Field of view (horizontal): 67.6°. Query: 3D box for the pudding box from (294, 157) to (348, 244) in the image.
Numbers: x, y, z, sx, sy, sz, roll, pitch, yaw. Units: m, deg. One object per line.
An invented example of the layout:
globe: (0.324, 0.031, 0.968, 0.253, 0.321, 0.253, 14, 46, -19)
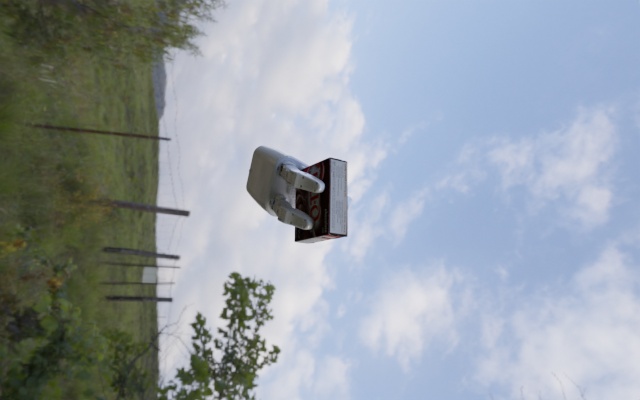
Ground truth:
pudding box: (0.000, 0.002, 0.696, 0.039, 0.113, 0.090, 6, -14, -33)
